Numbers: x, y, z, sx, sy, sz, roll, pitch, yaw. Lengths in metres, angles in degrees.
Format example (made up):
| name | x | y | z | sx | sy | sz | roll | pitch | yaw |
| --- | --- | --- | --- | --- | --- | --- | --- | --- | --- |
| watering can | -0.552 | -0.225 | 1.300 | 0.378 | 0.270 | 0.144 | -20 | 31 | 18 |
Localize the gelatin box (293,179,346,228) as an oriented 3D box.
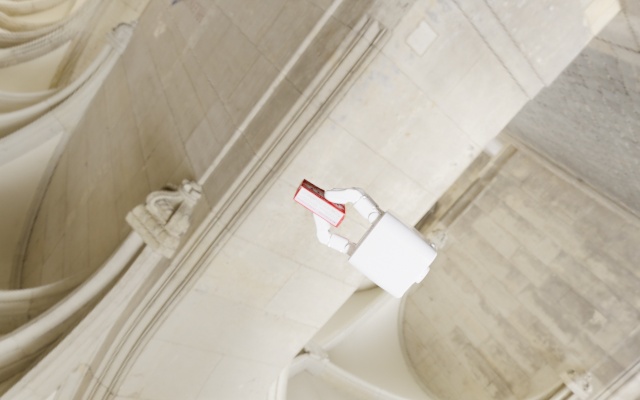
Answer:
| name | x | y | z | sx | sy | sz | roll | pitch | yaw |
| --- | --- | --- | --- | --- | --- | --- | --- | --- | --- |
| gelatin box | 0.000 | 0.003 | 0.801 | 0.089 | 0.030 | 0.073 | 32 | 12 | -5 |
